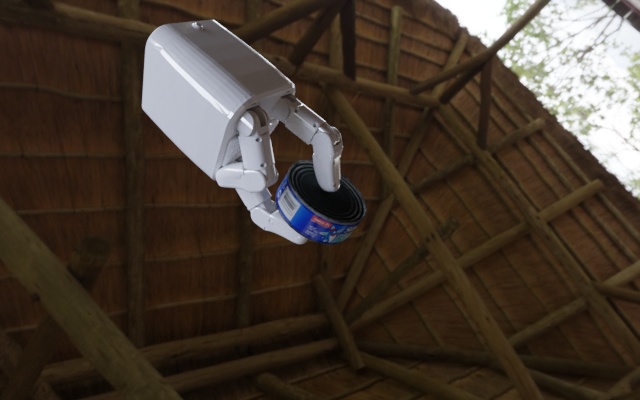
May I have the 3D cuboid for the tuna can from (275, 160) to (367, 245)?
[{"bbox_3d":[0.000,0.002,0.466,0.086,0.086,0.034,0,-44,-42],"label":"tuna can"}]
